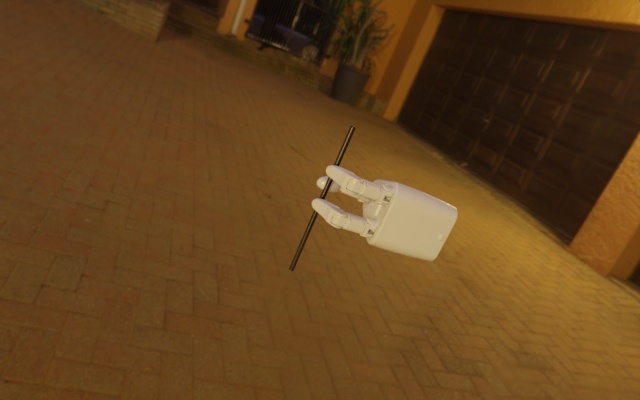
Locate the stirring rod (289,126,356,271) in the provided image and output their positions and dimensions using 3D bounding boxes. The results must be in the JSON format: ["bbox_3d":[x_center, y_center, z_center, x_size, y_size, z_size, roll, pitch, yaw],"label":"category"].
[{"bbox_3d":[0.000,0.002,0.706,0.011,0.239,0.011,21,18,-7],"label":"stirring rod"}]
